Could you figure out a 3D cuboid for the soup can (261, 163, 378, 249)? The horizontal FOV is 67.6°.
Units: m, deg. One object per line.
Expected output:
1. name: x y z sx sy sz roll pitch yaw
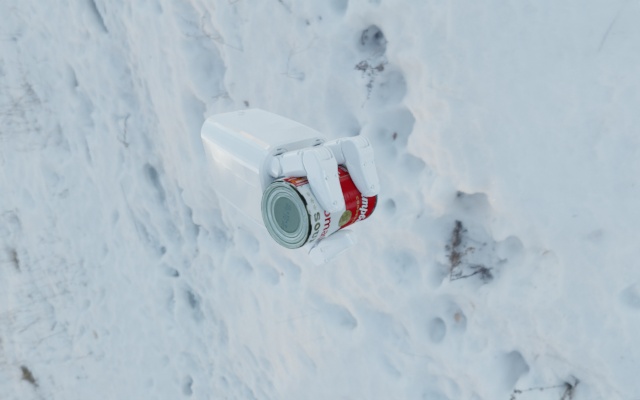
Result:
1. soup can: 0.000 0.002 0.476 0.068 0.068 0.102 0 14 44
